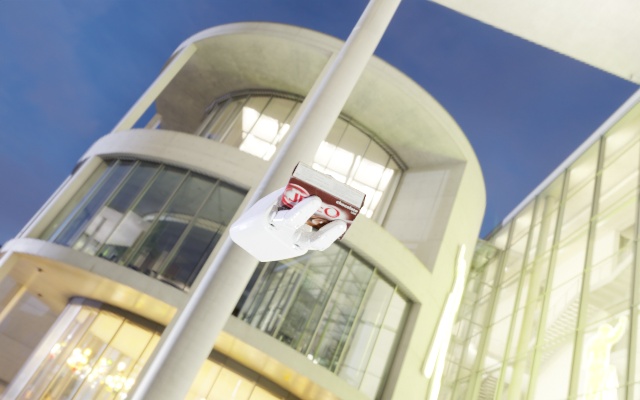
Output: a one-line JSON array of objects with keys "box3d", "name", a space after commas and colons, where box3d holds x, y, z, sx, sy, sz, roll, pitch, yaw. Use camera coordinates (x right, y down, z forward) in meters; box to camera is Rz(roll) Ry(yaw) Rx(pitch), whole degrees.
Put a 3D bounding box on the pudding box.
[{"box3d": [0.000, 0.002, 0.706, 0.113, 0.039, 0.090, 24, -37, -3], "name": "pudding box"}]
